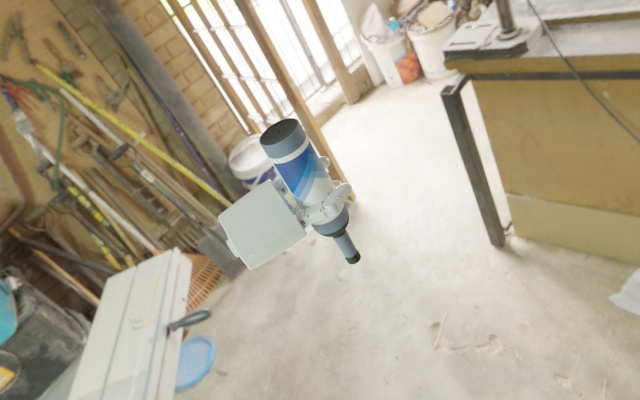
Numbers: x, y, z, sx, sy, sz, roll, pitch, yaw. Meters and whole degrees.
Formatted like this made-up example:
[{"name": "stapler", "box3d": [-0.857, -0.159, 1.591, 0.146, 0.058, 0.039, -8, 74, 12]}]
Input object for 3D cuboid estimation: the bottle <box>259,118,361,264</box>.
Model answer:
[{"name": "bottle", "box3d": [0.000, 0.002, 0.782, 0.069, 0.296, 0.069, -19, 37, 15]}]
